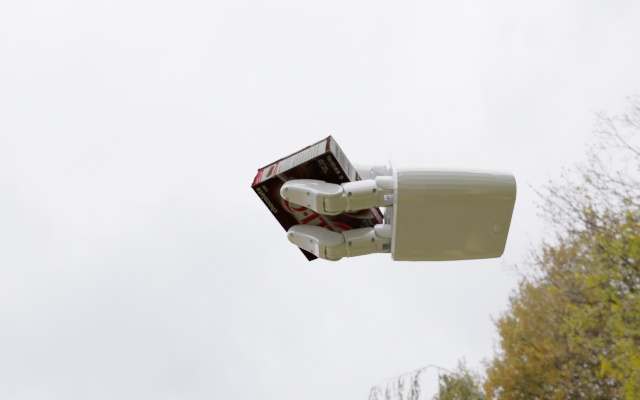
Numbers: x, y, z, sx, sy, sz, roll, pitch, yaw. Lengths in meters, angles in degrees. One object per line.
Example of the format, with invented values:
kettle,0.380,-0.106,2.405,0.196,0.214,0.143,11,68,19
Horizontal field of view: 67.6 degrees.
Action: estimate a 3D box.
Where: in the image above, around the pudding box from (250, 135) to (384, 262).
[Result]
pudding box,0.000,0.001,0.477,0.090,0.113,0.039,-23,29,21
